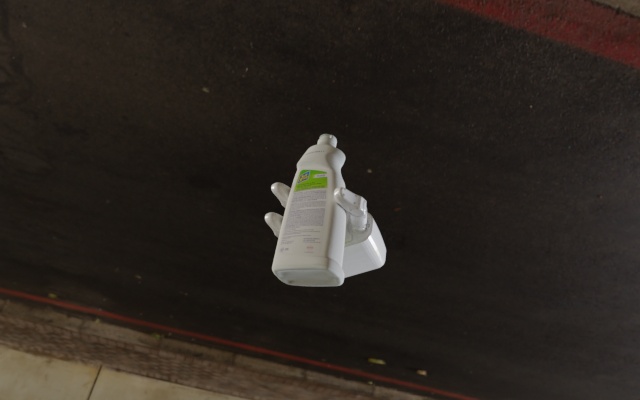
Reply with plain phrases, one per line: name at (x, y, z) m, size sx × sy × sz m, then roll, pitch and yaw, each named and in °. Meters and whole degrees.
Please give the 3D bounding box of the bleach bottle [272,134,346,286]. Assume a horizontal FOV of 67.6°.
bleach bottle at (0.000, 0.002, 0.725) m, size 0.102 × 0.250 × 0.068 m, roll -3°, pitch -34°, yaw 22°
